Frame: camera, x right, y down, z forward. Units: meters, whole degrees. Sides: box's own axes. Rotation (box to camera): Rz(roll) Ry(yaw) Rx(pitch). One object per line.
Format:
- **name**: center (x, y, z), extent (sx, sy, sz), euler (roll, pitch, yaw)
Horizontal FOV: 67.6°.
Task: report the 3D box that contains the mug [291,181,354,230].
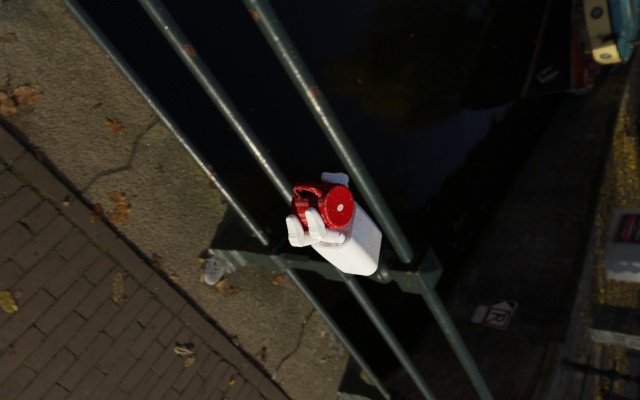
- **mug**: center (-0.001, 0.002, 0.862), extent (0.081, 0.093, 0.117), euler (0, -34, 45)
